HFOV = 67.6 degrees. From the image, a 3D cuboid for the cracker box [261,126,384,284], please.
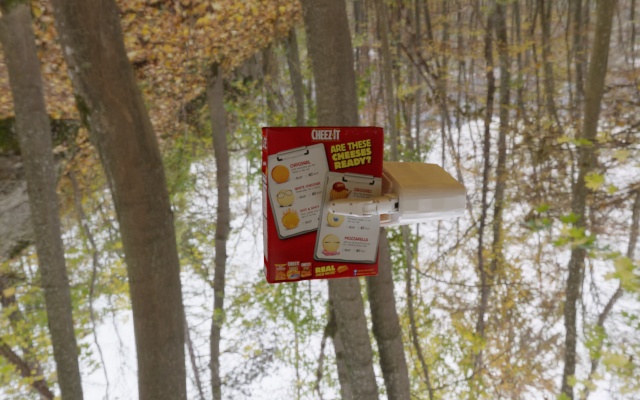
[{"bbox_3d":[0.000,0.002,0.679,0.164,0.214,0.072,-2,11,-15],"label":"cracker box"}]
